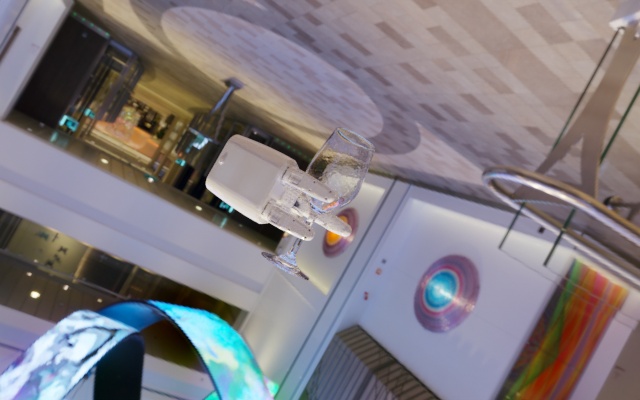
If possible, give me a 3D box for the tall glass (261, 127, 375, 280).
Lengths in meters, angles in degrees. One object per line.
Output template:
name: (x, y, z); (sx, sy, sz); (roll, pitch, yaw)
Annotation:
tall glass: (0.000, 0.003, 0.648); (0.079, 0.201, 0.079); (29, -2, 1)
